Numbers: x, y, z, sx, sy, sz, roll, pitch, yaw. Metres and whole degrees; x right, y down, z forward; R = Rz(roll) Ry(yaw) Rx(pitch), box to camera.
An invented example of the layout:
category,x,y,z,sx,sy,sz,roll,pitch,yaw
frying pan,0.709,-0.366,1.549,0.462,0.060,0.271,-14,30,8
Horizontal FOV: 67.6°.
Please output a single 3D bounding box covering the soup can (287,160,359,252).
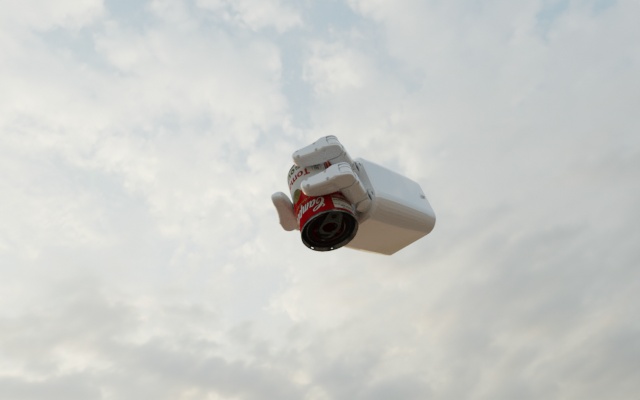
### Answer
category,x,y,z,sx,sy,sz,roll,pitch,yaw
soup can,0.000,0.002,0.579,0.068,0.069,0.102,0,43,-17
